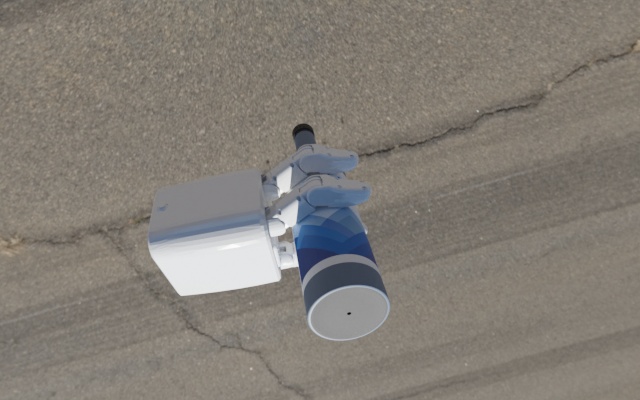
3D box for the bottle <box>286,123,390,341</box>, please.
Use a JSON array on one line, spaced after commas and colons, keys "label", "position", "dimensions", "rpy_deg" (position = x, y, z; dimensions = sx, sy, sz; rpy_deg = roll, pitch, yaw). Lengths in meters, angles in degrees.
[{"label": "bottle", "position": [0.000, 0.002, 0.489], "dimensions": [0.069, 0.069, 0.295], "rpy_deg": [0, 37, -11]}]
